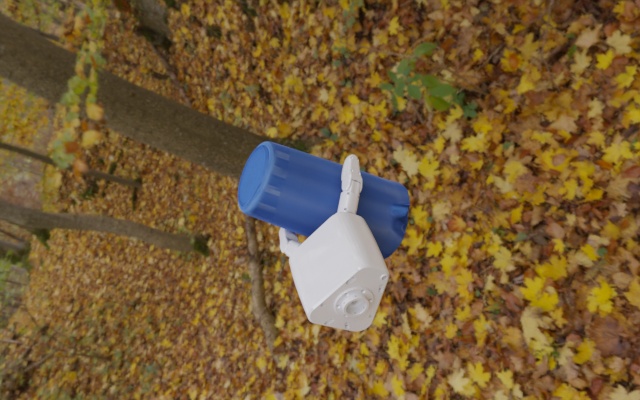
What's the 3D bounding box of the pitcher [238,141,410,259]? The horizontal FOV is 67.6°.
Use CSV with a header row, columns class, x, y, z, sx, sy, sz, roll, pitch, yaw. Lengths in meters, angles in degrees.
class,x,y,z,sx,sy,sz,roll,pitch,yaw
pitcher,0.000,0.002,0.727,0.243,0.149,0.145,19,29,-27
